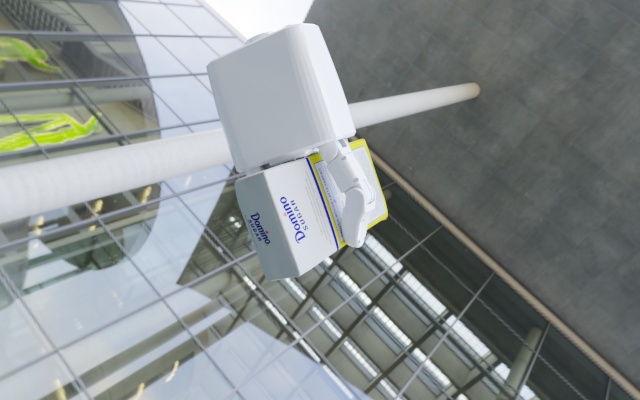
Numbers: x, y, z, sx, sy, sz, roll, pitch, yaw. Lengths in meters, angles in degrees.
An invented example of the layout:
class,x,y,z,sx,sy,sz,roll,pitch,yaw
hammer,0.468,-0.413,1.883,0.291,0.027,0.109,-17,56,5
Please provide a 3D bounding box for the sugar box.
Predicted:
class,x,y,z,sx,sy,sz,roll,pitch,yaw
sugar box,0.000,0.001,0.464,0.048,0.093,0.176,-15,5,38
